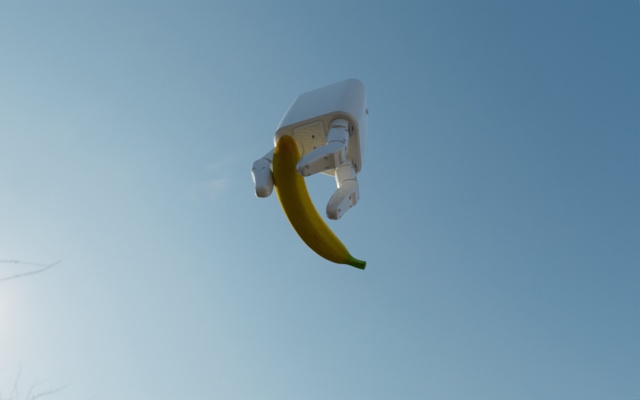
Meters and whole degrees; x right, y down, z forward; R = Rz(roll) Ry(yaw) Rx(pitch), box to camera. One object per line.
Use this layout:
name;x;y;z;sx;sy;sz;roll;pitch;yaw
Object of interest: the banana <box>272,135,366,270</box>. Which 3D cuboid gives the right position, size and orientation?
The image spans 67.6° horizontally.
banana;-0.014;0.009;0.577;0.069;0.198;0.037;-17;29;30
